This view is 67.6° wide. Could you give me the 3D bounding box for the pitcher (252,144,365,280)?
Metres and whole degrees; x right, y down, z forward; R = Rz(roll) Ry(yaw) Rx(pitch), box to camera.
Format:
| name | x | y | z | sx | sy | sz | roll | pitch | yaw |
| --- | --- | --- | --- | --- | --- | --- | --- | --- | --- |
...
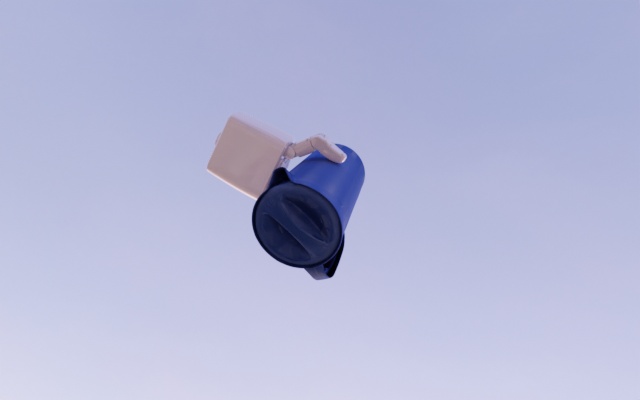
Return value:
| name | x | y | z | sx | sy | sz | roll | pitch | yaw |
| --- | --- | --- | --- | --- | --- | --- | --- | --- | --- |
| pitcher | 0.000 | 0.002 | 0.764 | 0.145 | 0.149 | 0.242 | 28 | 28 | 4 |
